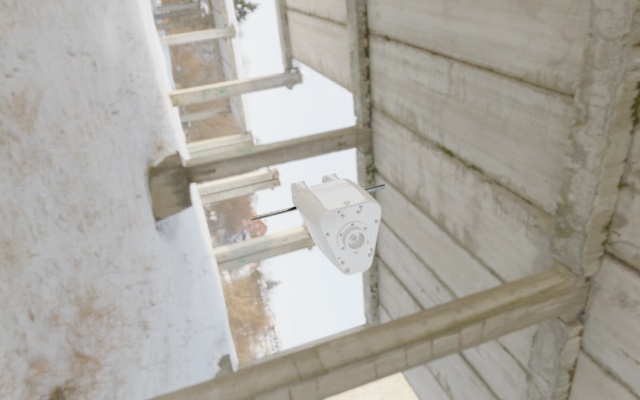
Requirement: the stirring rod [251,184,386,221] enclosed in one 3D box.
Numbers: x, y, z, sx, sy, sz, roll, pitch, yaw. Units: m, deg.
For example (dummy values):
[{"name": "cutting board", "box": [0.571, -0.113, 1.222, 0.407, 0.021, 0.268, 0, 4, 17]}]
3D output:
[{"name": "stirring rod", "box": [0.000, 0.003, 0.812, 0.239, 0.011, 0.011, -14, 3, -14]}]
